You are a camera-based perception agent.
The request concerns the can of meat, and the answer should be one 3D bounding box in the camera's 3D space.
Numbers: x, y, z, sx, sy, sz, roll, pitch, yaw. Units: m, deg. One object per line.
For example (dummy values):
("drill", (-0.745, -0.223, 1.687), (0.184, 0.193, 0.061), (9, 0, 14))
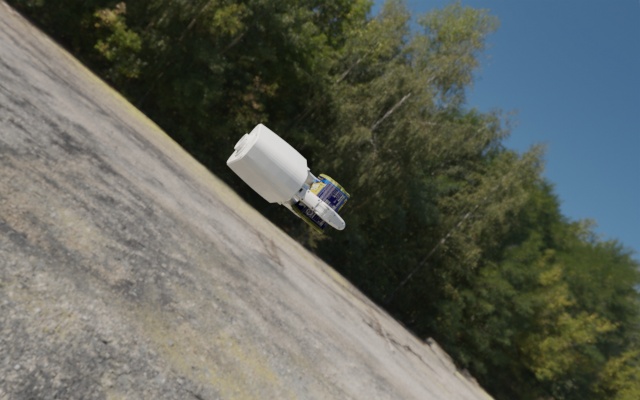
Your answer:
("can of meat", (0.000, 0.003, 0.844), (0.057, 0.084, 0.102), (40, -1, -15))
